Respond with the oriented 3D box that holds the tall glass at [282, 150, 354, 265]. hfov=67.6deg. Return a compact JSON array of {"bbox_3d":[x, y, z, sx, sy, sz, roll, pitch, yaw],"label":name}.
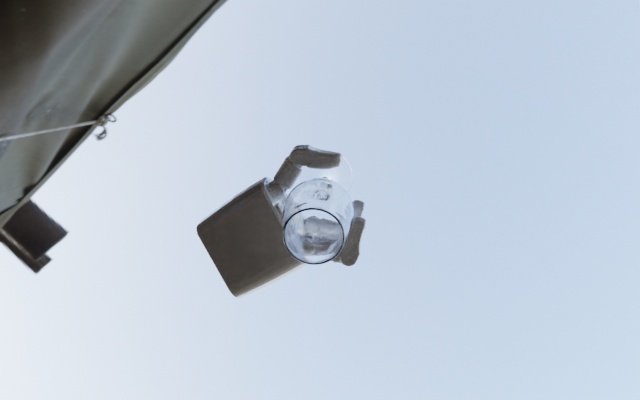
[{"bbox_3d":[0.000,0.001,0.562,0.079,0.079,0.201,0,20,4],"label":"tall glass"}]
